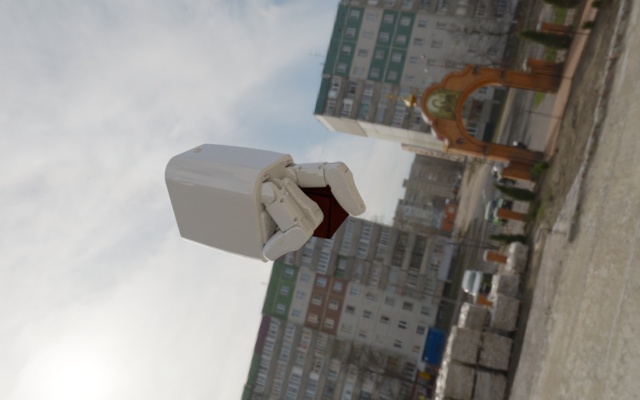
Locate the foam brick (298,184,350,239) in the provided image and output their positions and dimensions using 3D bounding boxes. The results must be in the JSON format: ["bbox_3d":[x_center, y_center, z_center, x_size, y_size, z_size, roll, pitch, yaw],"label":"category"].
[{"bbox_3d":[0.000,0.002,0.540,0.051,0.053,0.078,9,22,18],"label":"foam brick"}]
